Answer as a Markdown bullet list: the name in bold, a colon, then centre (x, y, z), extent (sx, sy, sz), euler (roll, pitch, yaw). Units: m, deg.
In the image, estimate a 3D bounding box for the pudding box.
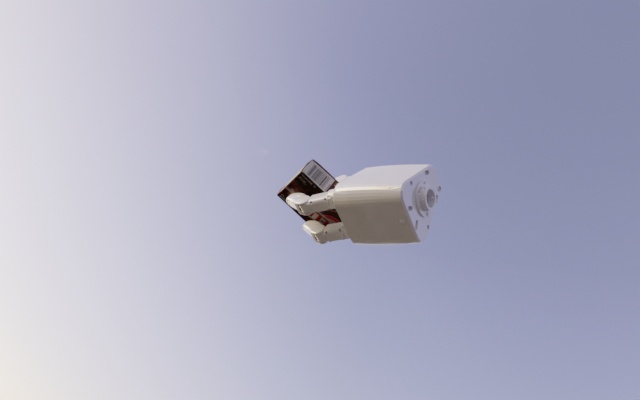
- **pudding box**: centre (0.000, 0.002, 0.727), extent (0.039, 0.113, 0.090), euler (-49, 6, -38)
